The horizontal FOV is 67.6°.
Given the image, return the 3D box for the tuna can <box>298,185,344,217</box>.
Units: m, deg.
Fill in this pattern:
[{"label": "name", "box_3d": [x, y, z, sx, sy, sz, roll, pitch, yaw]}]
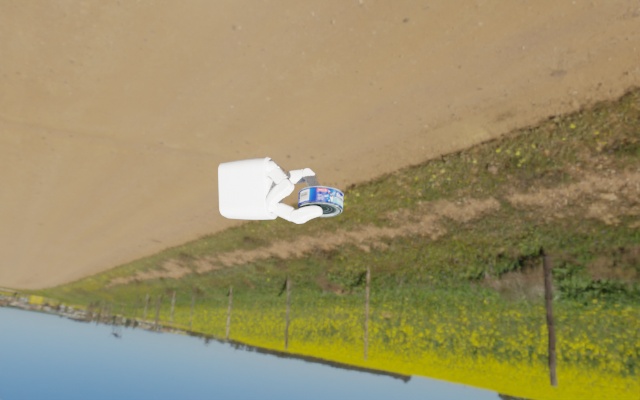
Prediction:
[{"label": "tuna can", "box_3d": [0.000, 0.003, 0.896, 0.086, 0.033, 0.086, 3, -20, 1]}]
